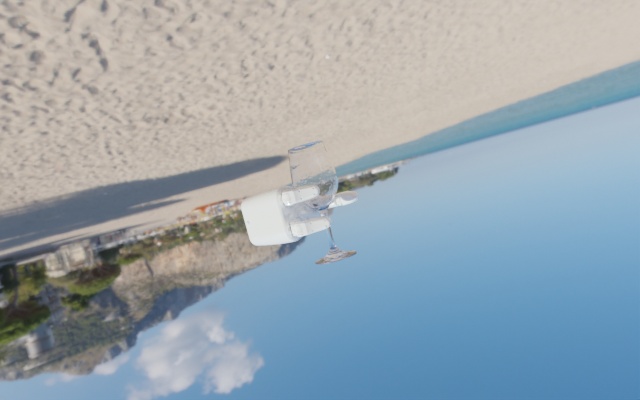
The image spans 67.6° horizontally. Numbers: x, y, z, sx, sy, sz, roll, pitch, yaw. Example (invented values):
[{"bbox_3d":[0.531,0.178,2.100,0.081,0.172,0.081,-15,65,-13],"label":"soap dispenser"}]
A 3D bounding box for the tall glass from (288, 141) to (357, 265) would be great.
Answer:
[{"bbox_3d":[0.000,0.003,0.817,0.079,0.201,0.079,-15,2,1],"label":"tall glass"}]
